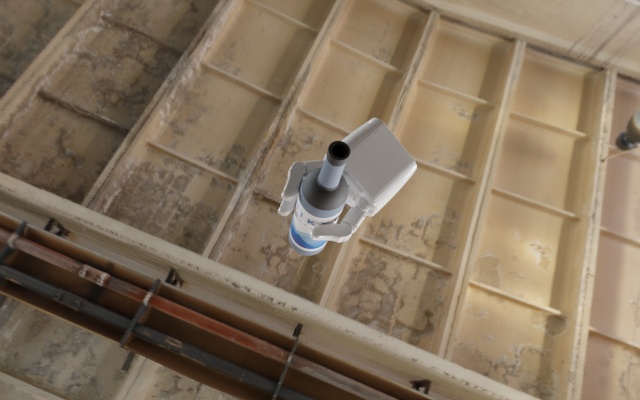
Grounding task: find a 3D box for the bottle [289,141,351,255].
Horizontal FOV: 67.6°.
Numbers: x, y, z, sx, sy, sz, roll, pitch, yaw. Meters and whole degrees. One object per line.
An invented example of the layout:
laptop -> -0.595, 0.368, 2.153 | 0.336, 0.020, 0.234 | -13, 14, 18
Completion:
bottle -> 0.000, 0.002, 0.693 | 0.069, 0.069, 0.296 | 0, -25, -10
